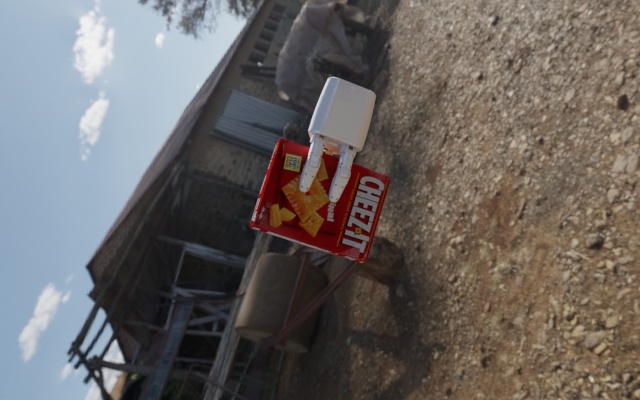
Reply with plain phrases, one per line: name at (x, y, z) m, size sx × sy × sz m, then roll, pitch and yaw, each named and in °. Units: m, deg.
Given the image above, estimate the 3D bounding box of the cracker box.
cracker box at (0.000, 0.003, 0.854) m, size 0.214 × 0.164 × 0.072 m, roll 19°, pitch -8°, yaw -10°
